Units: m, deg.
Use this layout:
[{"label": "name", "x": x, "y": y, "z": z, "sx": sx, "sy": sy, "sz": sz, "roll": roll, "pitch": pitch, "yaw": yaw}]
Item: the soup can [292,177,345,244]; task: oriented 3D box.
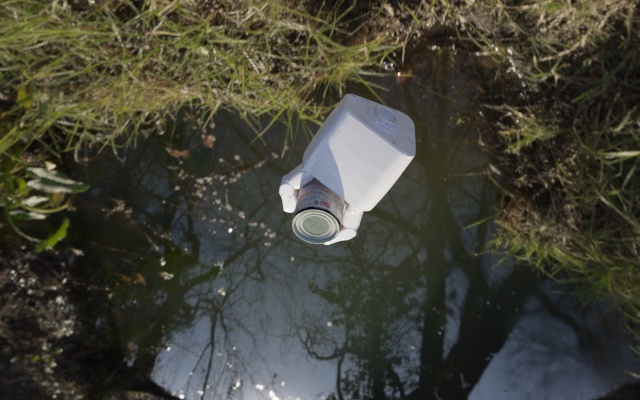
[{"label": "soup can", "x": 0.000, "y": 0.003, "z": 0.672, "sx": 0.068, "sy": 0.069, "sz": 0.102, "roll": 0, "pitch": 41, "yaw": 9}]
